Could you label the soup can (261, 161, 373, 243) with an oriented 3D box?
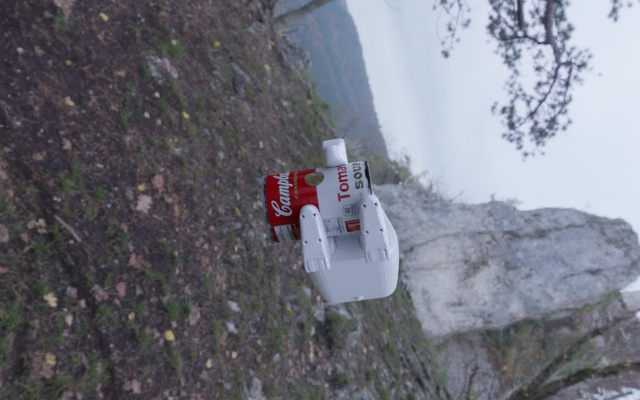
[{"bbox_3d":[0.000,0.001,0.465,0.102,0.068,0.068,-8,-1,6],"label":"soup can"}]
